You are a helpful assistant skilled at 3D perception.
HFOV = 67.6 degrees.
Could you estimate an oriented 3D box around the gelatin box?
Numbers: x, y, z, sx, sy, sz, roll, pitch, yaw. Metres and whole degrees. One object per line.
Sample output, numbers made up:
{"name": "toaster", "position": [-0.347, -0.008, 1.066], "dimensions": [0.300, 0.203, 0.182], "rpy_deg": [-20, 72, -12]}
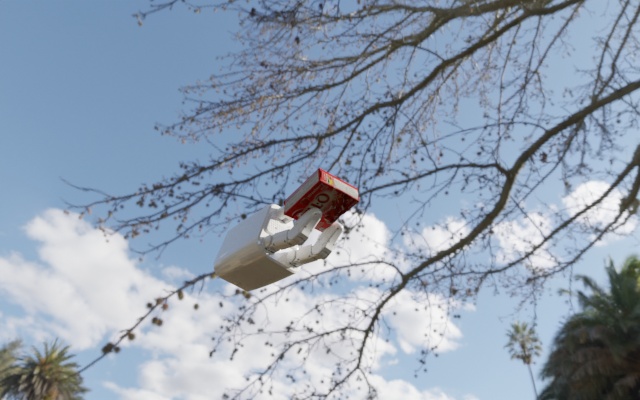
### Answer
{"name": "gelatin box", "position": [0.000, 0.002, 0.695], "dimensions": [0.073, 0.030, 0.089], "rpy_deg": [27, -52, -29]}
